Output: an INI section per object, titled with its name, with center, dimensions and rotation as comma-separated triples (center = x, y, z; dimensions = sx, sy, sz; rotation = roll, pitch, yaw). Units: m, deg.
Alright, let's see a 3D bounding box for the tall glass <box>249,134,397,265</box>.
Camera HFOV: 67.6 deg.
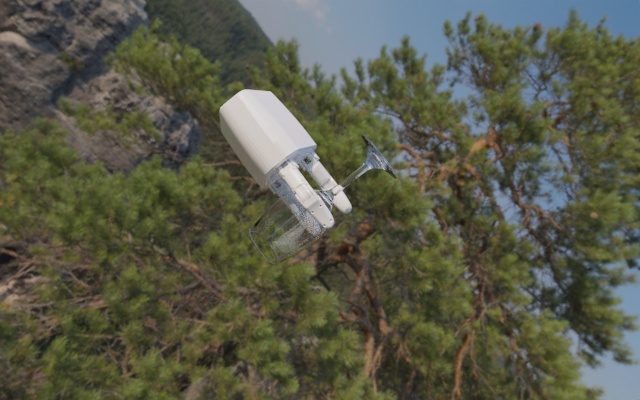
[tall glass]
center = 0.001, 0.002, 0.641
dimensions = 0.201, 0.079, 0.079
rotation = -38, -2, 3
